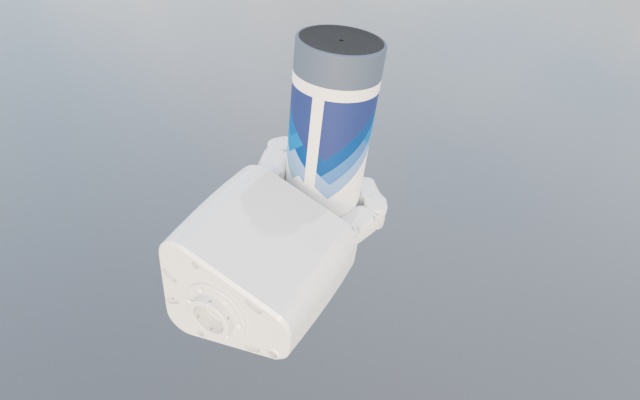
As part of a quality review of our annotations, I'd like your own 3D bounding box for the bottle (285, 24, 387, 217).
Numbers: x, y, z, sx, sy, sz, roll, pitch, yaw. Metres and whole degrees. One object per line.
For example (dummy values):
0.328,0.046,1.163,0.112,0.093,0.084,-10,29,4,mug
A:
0.000,0.001,0.429,0.069,0.296,0.069,5,37,-4,bottle
